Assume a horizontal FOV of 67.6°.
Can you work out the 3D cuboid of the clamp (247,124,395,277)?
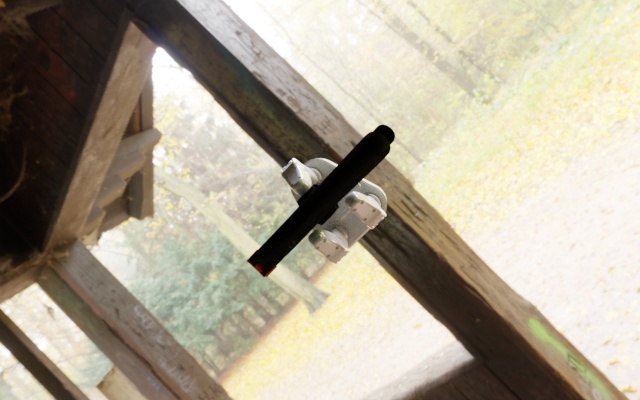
[{"bbox_3d":[-0.001,0.001,0.479,0.036,0.210,0.164,44,8,1],"label":"clamp"}]
